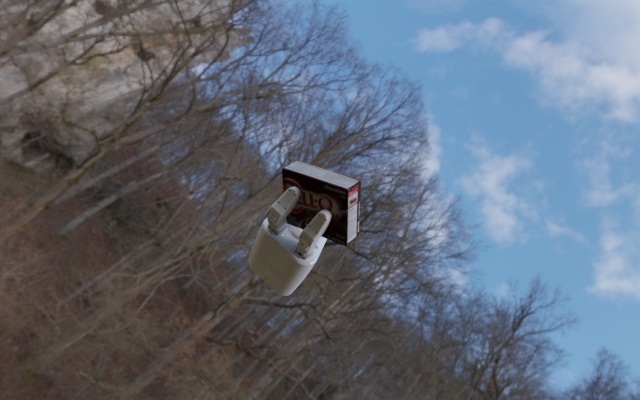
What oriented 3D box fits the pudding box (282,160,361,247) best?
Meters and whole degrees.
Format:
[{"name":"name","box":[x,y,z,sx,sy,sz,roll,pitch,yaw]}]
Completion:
[{"name":"pudding box","box":[0.000,0.002,0.664,0.113,0.090,0.039,18,36,29]}]
